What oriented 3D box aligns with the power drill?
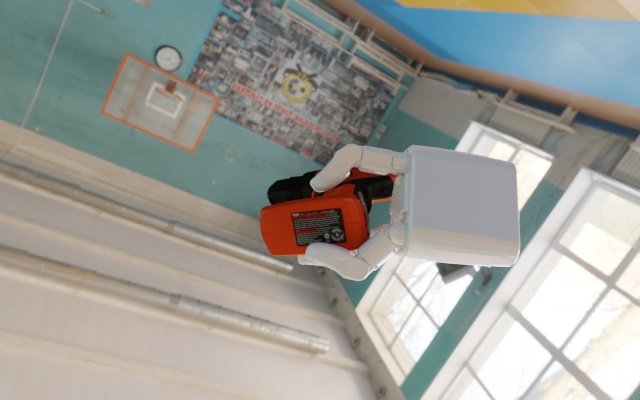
[{"bbox_3d":[0.000,0.002,0.542,0.184,0.057,0.187,-9,15,18],"label":"power drill"}]
